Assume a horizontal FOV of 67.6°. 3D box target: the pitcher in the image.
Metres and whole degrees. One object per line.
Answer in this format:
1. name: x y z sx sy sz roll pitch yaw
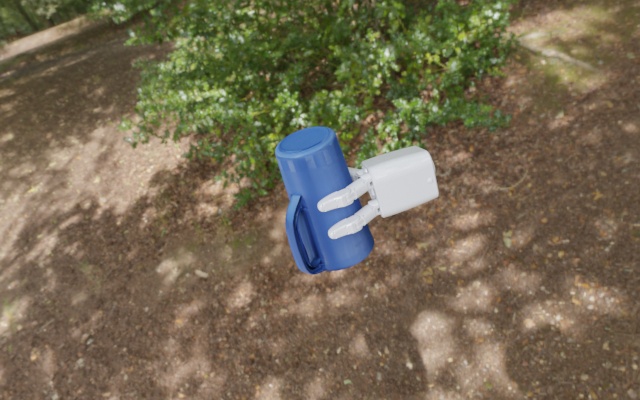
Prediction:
1. pitcher: 0.000 0.003 0.850 0.145 0.243 0.149 -18 29 2
